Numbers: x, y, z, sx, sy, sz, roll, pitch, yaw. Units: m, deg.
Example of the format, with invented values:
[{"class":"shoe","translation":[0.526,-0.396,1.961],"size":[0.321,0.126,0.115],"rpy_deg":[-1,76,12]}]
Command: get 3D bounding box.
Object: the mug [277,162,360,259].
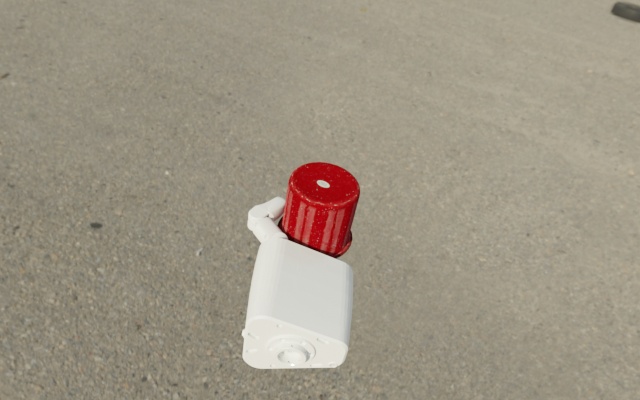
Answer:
[{"class":"mug","translation":[0.000,0.001,0.566],"size":[0.093,0.082,0.117],"rpy_deg":[9,40,-3]}]
